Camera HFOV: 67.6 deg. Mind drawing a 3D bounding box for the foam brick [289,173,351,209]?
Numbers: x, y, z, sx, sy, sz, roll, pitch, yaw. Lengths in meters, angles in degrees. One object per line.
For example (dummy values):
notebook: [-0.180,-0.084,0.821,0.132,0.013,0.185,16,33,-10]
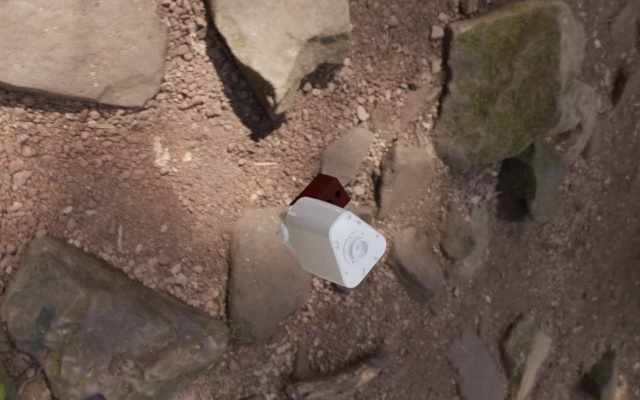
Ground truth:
foam brick: [0.000,0.002,0.773,0.078,0.053,0.051,-48,32,-20]
